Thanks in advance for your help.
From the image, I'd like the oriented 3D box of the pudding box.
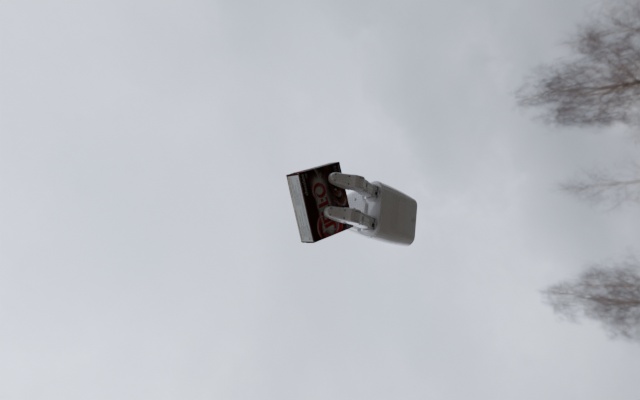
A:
[{"bbox_3d":[0.000,0.002,0.758,0.090,0.113,0.039,-19,7,-42],"label":"pudding box"}]
